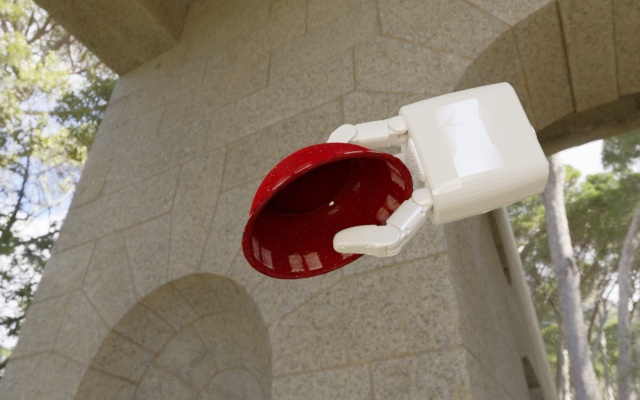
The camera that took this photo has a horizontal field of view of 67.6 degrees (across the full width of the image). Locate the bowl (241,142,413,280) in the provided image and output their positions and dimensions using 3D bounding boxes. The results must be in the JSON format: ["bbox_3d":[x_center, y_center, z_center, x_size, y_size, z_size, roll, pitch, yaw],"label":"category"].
[{"bbox_3d":[-0.001,0.001,0.432,0.162,0.055,0.162,-18,-38,-15],"label":"bowl"}]
